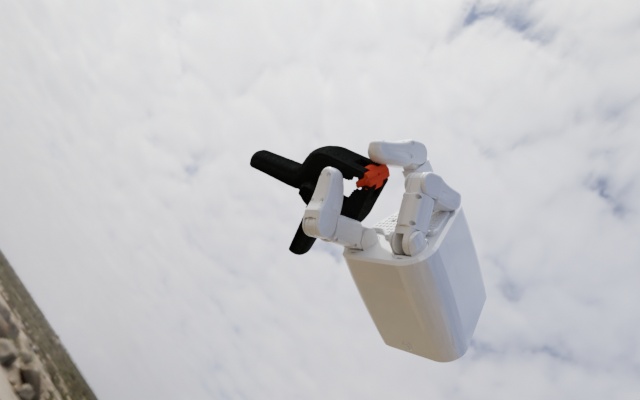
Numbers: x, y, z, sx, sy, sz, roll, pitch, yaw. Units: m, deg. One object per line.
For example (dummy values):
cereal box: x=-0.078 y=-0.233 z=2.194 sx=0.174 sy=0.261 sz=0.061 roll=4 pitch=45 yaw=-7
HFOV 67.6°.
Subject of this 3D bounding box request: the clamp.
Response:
clamp: x=0.001 y=0.001 z=0.465 sx=0.039 sy=0.120 sz=0.171 roll=-35 pitch=21 yaw=-33
